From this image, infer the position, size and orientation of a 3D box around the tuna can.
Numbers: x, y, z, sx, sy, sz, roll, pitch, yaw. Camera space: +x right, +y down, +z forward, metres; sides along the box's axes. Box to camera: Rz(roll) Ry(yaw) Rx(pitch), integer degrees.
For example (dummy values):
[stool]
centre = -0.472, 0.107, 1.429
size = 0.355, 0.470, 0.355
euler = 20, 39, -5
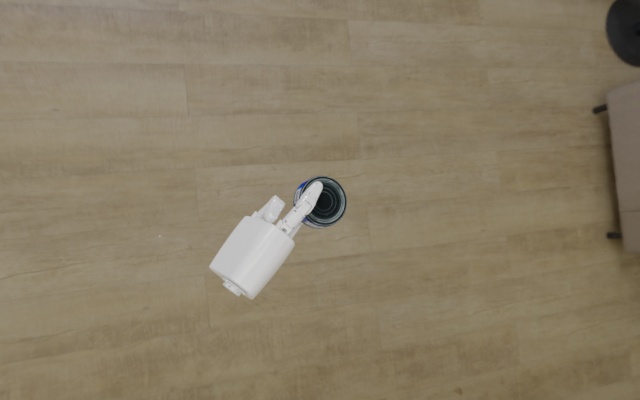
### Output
[tuna can]
centre = 0.000, 0.002, 0.790
size = 0.086, 0.086, 0.034
euler = 0, -8, -22
